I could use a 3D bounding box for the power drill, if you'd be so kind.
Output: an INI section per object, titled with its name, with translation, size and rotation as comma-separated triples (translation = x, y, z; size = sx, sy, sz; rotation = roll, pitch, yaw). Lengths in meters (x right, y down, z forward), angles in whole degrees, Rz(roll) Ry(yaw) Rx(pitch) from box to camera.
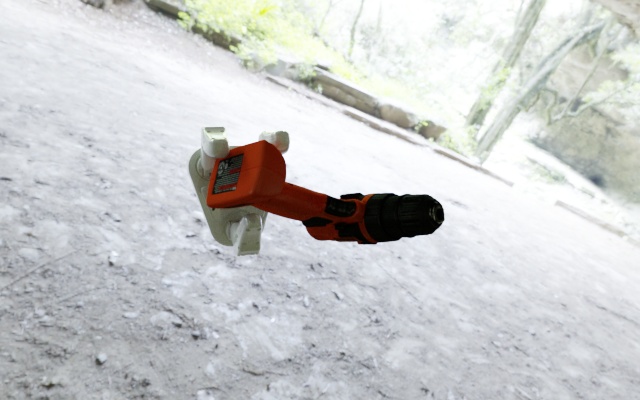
[power drill]
translation = 0.000, 0.001, 0.466
size = 0.188, 0.057, 0.184
rotation = 22, -20, -36
